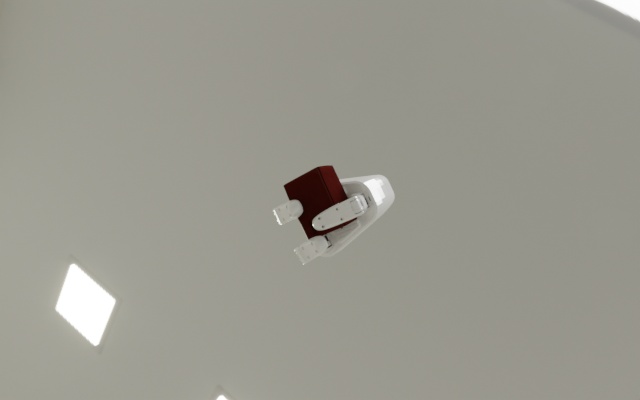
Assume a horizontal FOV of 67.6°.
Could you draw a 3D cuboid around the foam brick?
[{"bbox_3d":[0.000,0.002,0.588,0.053,0.078,0.051,-25,0,23],"label":"foam brick"}]
